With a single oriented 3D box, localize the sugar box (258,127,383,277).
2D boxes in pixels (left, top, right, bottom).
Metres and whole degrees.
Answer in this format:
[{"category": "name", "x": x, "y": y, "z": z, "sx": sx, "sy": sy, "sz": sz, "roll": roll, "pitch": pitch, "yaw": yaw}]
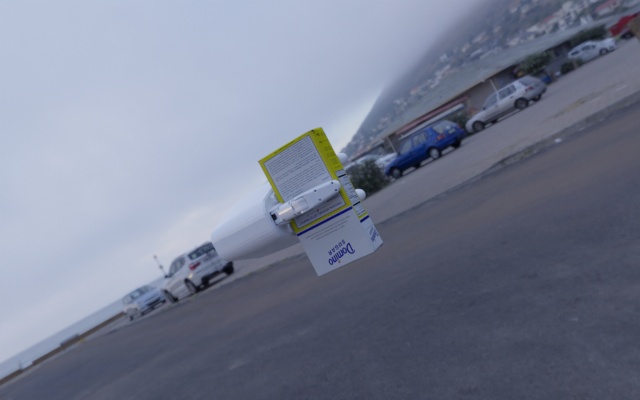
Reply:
[{"category": "sugar box", "x": 0.000, "y": 0.002, "z": 0.631, "sx": 0.093, "sy": 0.176, "sz": 0.048, "roll": -27, "pitch": 2, "yaw": 27}]
